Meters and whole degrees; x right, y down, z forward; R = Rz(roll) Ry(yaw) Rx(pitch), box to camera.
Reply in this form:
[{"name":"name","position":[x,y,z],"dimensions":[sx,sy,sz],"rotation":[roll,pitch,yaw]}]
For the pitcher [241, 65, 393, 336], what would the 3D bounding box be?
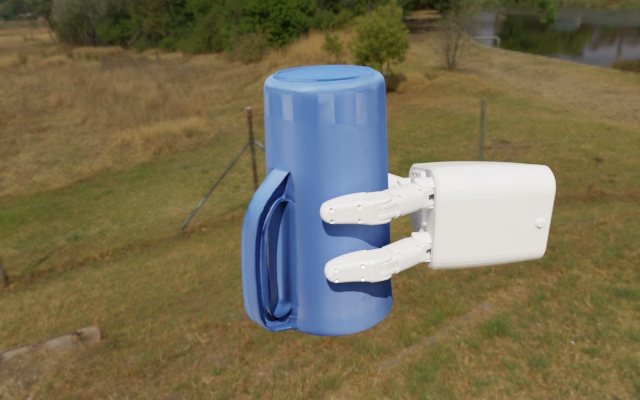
[{"name":"pitcher","position":[0.000,0.001,0.460],"dimensions":[0.145,0.243,0.149],"rotation":[-2,23,0]}]
